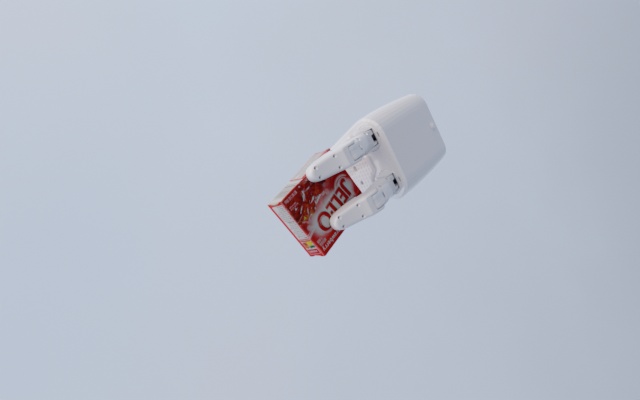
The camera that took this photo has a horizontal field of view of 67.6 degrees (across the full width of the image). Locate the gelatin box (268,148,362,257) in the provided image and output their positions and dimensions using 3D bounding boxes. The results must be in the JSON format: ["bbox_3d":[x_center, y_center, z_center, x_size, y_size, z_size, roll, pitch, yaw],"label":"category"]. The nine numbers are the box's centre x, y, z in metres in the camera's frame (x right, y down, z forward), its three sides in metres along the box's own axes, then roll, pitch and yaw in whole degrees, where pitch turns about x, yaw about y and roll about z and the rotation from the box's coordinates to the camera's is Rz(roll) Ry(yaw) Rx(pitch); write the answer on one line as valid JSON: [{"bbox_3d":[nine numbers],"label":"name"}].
[{"bbox_3d":[0.000,0.002,0.493,0.030,0.073,0.089,-12,31,52],"label":"gelatin box"}]
